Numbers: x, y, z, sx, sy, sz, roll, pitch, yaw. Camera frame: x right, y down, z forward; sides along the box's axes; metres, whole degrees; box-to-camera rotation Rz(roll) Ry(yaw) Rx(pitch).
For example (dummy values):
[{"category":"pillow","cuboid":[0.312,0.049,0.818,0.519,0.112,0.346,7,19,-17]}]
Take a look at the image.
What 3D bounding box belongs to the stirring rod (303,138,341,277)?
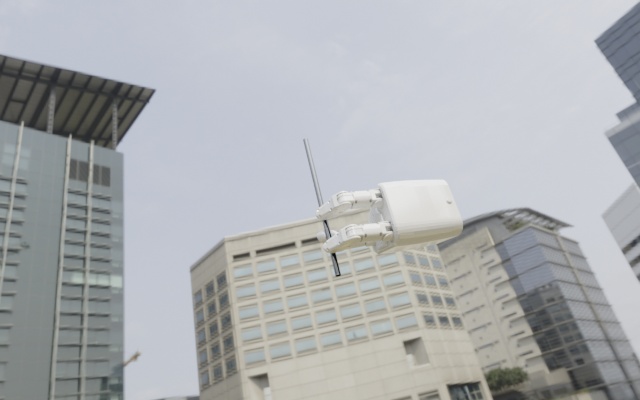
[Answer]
[{"category":"stirring rod","cuboid":[0.000,0.002,0.721,0.011,0.239,0.011,-10,-30,-6]}]
